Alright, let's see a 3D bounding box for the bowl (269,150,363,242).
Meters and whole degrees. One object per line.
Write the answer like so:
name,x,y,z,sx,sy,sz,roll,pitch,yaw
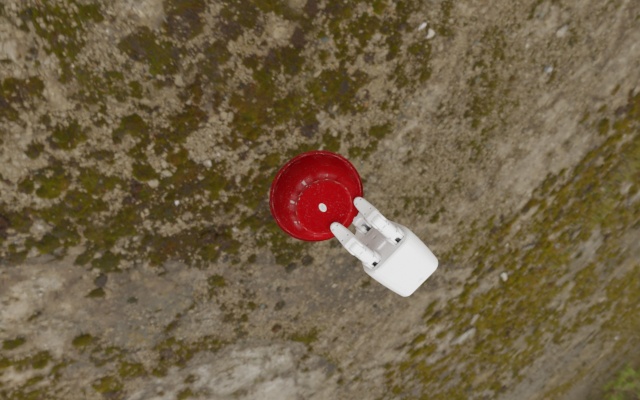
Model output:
bowl,-0.001,0.002,0.776,0.162,0.162,0.055,0,18,-13
